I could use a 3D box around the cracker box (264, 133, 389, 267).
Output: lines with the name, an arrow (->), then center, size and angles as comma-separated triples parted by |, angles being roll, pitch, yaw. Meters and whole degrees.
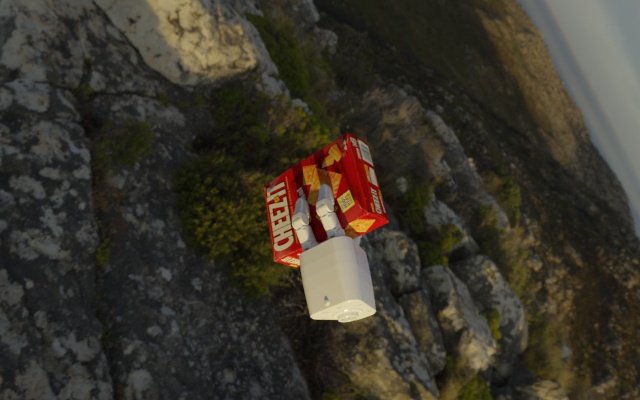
cracker box -> 0.000, 0.003, 0.850 | 0.214, 0.164, 0.072 | -29, -33, 30
